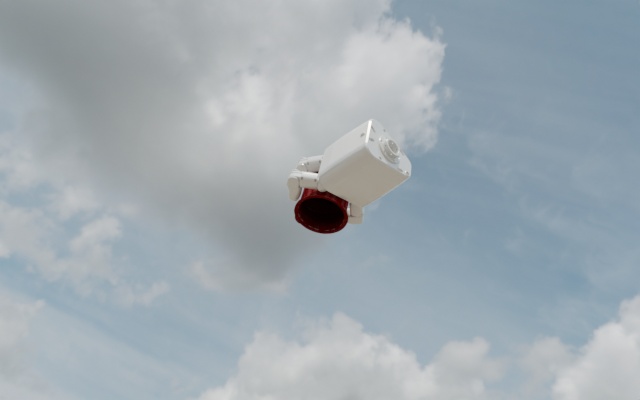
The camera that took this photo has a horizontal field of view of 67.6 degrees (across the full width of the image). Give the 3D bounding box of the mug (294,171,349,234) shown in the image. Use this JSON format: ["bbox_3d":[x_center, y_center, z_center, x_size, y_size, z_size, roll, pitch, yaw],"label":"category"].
[{"bbox_3d":[-0.001,0.003,0.841,0.093,0.081,0.117,39,-49,-23],"label":"mug"}]
